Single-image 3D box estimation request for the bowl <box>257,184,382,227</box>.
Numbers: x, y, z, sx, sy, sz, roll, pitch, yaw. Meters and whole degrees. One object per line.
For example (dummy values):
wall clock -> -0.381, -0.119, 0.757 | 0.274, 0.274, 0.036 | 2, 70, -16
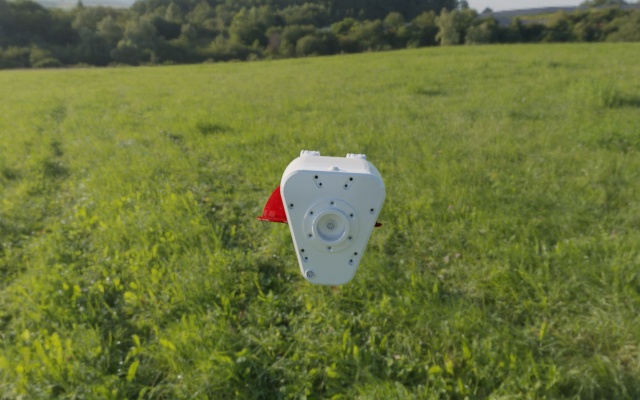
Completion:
bowl -> 0.000, 0.002, 0.618 | 0.162, 0.055, 0.162 | 3, -1, 0
